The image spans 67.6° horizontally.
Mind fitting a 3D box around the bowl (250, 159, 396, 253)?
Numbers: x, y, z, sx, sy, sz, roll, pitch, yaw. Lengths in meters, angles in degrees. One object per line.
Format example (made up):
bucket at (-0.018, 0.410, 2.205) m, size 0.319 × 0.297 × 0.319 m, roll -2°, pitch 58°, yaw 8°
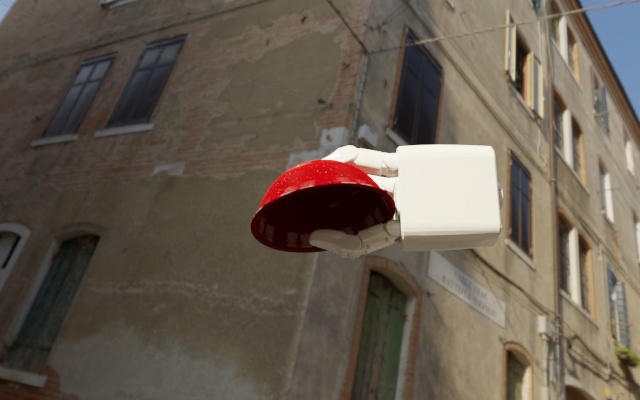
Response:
bowl at (-0.001, 0.001, 0.538) m, size 0.162 × 0.055 × 0.162 m, roll -8°, pitch -29°, yaw -4°
